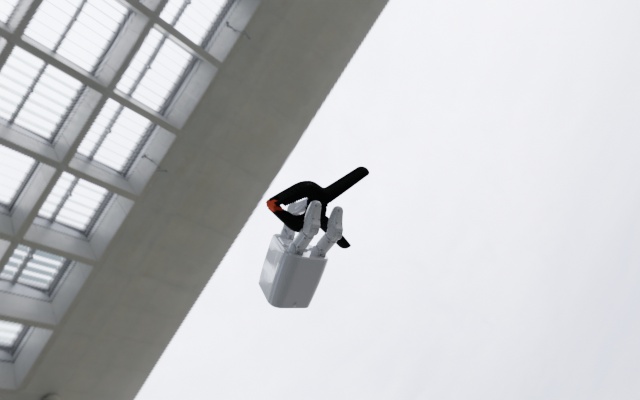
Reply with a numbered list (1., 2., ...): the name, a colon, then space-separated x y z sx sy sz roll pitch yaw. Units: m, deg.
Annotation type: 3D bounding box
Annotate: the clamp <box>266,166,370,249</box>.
1. clamp: -0.001 0.003 0.862 0.210 0.164 0.036 11 10 -40
